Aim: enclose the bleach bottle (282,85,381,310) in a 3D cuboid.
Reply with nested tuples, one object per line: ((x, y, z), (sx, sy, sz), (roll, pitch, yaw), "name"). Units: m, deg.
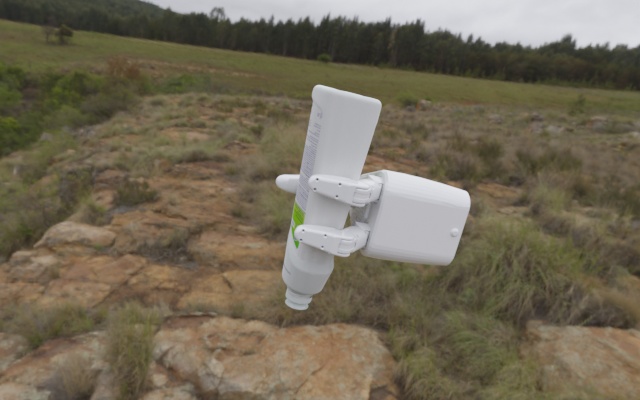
((0.000, 0.002, 0.543), (0.068, 0.251, 0.102), (11, 14, -13), "bleach bottle")
